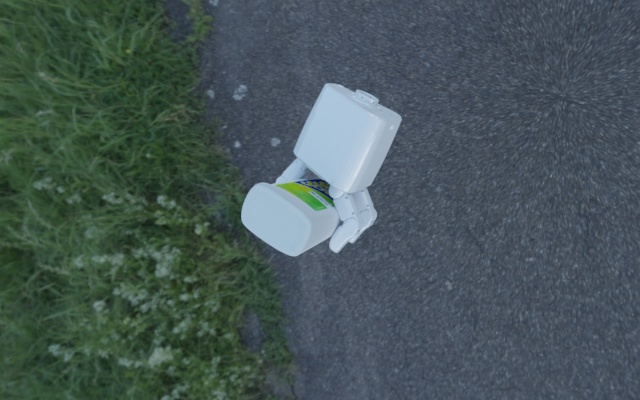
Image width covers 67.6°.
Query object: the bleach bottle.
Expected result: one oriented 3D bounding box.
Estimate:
[{"bbox_3d":[0.000,0.002,0.688,0.102,0.068,0.251,33,24,17],"label":"bleach bottle"}]
